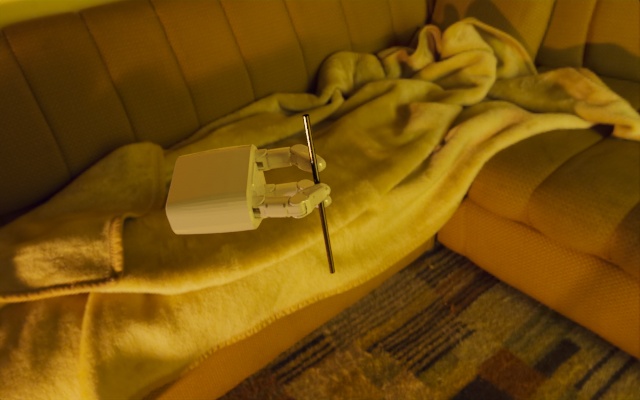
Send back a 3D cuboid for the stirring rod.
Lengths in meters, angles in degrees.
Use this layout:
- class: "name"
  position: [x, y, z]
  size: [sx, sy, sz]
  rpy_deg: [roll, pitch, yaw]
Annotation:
- class: "stirring rod"
  position: [0.000, 0.002, 0.613]
  size: [0.011, 0.240, 0.011]
  rpy_deg: [-7, 33, 4]
